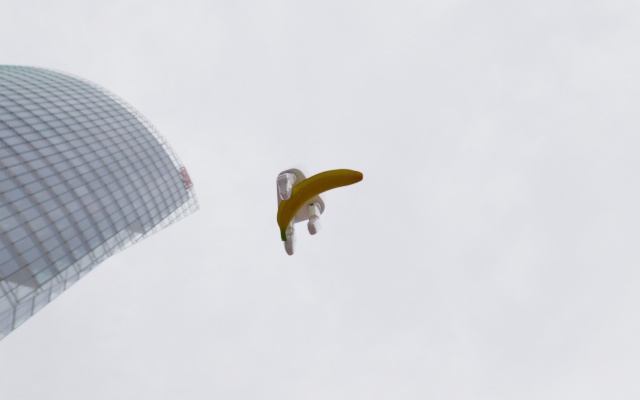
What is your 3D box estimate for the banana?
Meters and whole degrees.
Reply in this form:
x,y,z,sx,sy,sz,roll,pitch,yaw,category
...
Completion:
x,y,z,sx,sy,sz,roll,pitch,yaw,category
-0.014,-0.009,0.889,0.198,0.069,0.037,-39,5,11,banana
